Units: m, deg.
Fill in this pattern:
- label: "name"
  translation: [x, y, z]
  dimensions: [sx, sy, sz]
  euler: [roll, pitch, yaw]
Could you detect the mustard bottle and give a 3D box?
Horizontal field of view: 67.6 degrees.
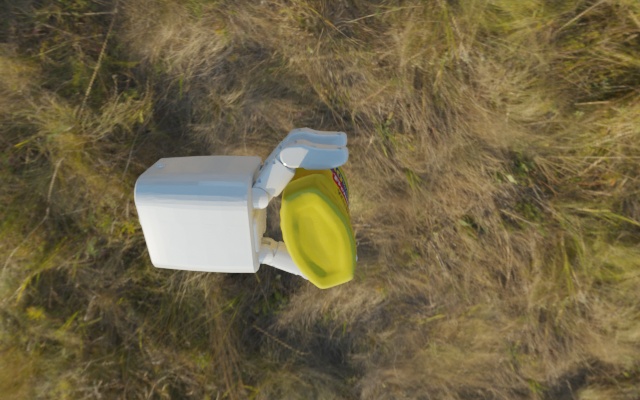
- label: "mustard bottle"
  translation: [0.000, 0.002, 0.486]
  dimensions: [0.058, 0.096, 0.191]
  euler: [-21, 19, 8]
